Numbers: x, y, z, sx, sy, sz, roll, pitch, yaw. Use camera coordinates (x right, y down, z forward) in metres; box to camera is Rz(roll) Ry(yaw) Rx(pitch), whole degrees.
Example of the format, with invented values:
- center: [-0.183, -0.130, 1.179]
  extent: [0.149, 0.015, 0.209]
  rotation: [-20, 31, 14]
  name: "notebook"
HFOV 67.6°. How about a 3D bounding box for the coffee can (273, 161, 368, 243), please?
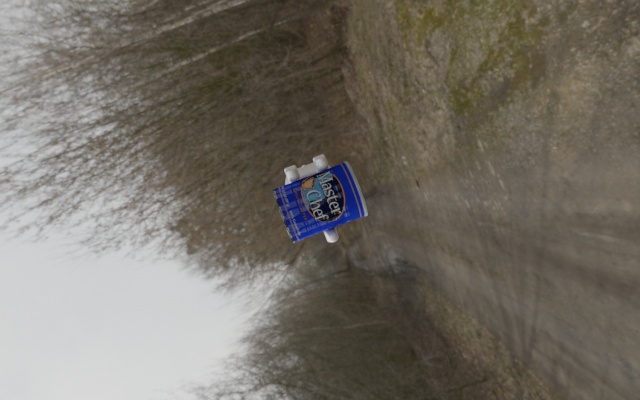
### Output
- center: [0.000, 0.003, 0.836]
  extent: [0.140, 0.103, 0.103]
  rotation: [-21, 0, -1]
  name: "coffee can"
